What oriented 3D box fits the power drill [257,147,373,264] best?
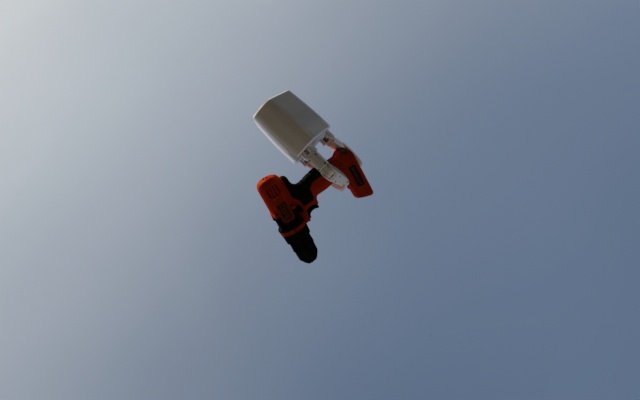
[{"bbox_3d":[0.000,0.002,0.882,0.187,0.184,0.057,-31,19,-8],"label":"power drill"}]
